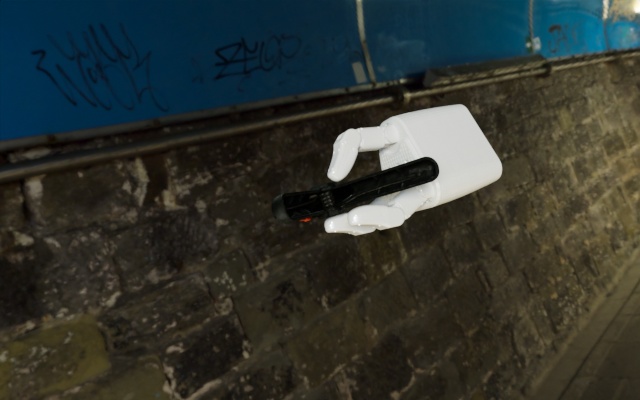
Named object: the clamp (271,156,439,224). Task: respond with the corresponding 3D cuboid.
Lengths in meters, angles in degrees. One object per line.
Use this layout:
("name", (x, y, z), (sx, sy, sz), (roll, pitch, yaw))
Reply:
("clamp", (0.000, 0.001, 0.503), (0.164, 0.036, 0.210), (-14, -3, -27))
